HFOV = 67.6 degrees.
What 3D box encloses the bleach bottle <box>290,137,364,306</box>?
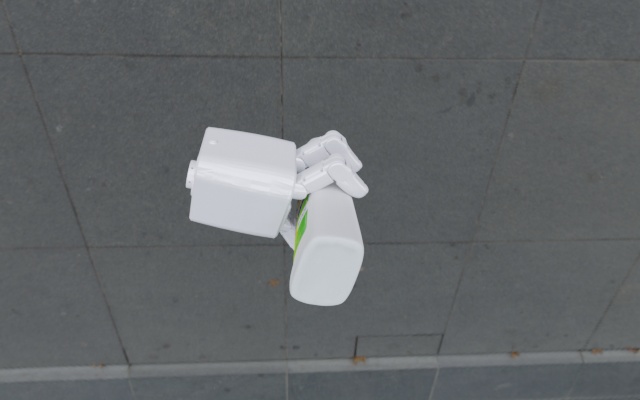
[{"bbox_3d":[0.000,0.002,0.590,0.068,0.103,0.250,10,34,-11],"label":"bleach bottle"}]
